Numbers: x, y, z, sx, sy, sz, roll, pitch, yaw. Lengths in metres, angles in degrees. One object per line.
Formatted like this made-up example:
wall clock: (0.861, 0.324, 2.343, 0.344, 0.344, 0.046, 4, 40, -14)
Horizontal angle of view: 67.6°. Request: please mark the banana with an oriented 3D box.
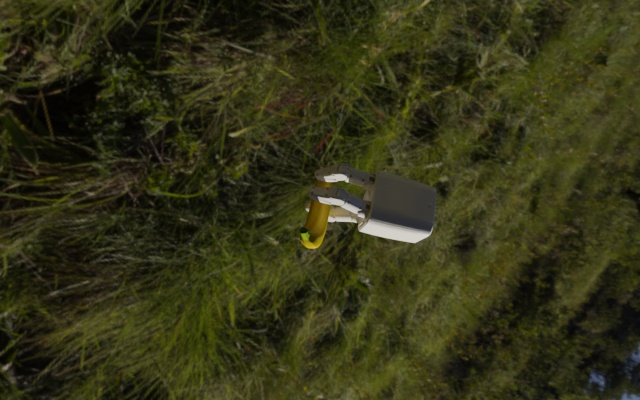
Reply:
banana: (-0.003, 0.020, 0.790, 0.037, 0.070, 0.197, 12, 35, 2)
